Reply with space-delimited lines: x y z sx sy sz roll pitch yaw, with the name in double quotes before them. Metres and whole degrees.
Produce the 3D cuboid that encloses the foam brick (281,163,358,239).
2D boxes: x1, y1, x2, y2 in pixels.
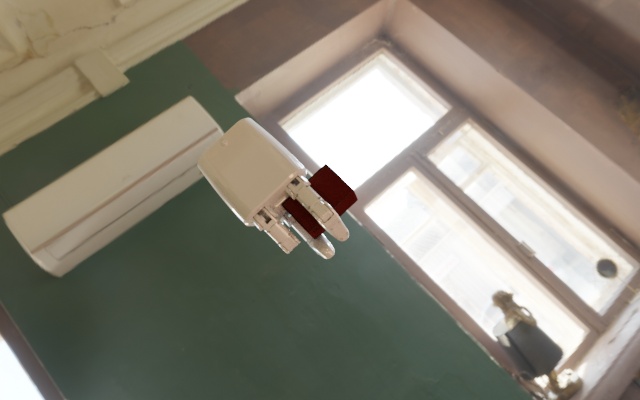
"foam brick" 0.000 0.002 0.601 0.078 0.051 0.053 -43 -17 -4
